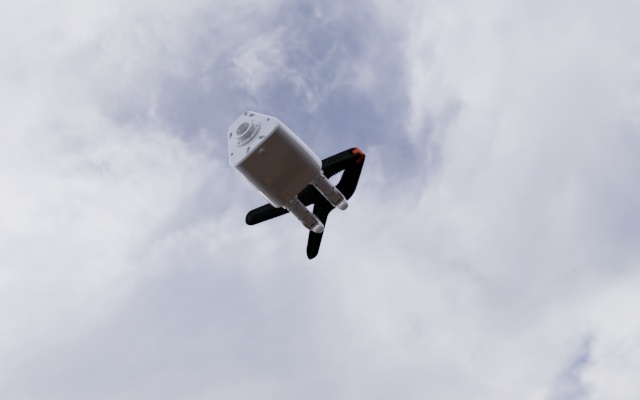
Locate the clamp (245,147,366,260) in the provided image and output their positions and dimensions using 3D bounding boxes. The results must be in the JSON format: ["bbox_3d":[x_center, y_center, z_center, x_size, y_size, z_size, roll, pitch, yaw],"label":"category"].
[{"bbox_3d":[0.000,0.002,0.788,0.165,0.210,0.036,44,5,-43],"label":"clamp"}]
